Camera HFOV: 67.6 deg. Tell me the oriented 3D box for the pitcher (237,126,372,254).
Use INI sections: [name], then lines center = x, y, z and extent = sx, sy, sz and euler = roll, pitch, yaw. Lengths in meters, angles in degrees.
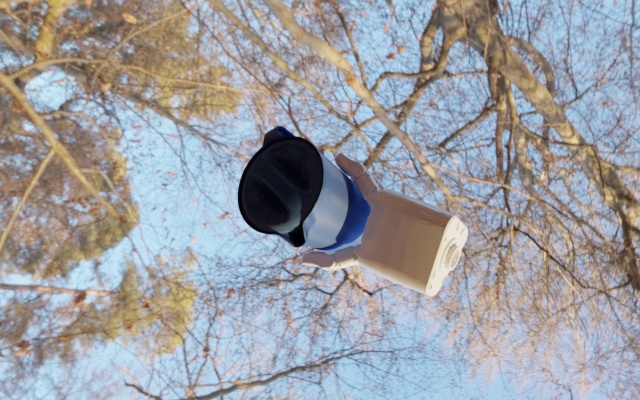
[pitcher]
center = 0.000, 0.002, 0.706
extent = 0.145, 0.149, 0.243
euler = 21, -6, 34
